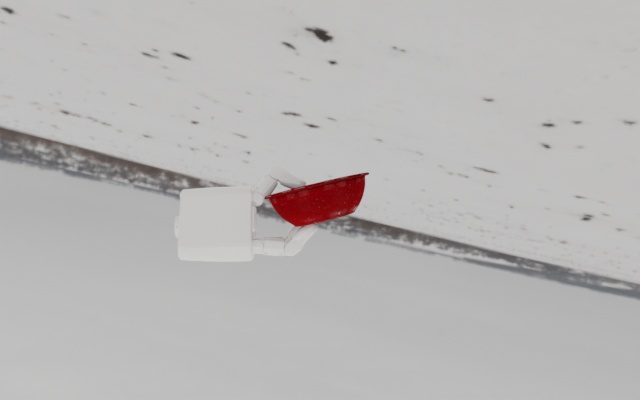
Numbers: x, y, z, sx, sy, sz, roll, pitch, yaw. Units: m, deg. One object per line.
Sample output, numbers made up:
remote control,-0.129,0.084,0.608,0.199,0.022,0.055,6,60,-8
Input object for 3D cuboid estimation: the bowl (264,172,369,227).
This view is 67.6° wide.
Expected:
bowl,0.002,0.002,0.715,0.162,0.055,0.162,-14,0,0
